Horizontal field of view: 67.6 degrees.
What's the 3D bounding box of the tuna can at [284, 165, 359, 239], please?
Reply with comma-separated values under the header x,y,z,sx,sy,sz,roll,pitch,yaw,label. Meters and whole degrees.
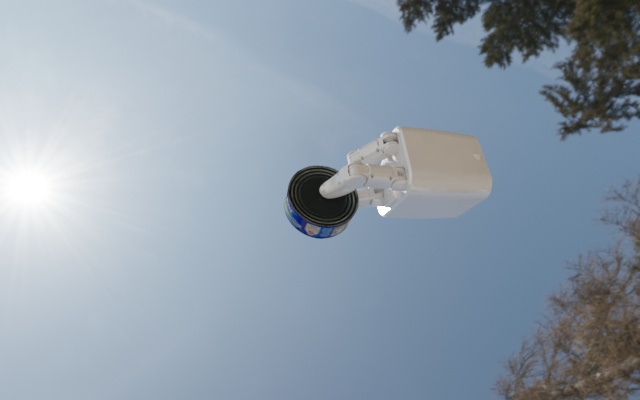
x,y,z,sx,sy,sz,roll,pitch,yaw,label
0.000,0.002,0.571,0.086,0.086,0.034,0,-33,-17,tuna can
